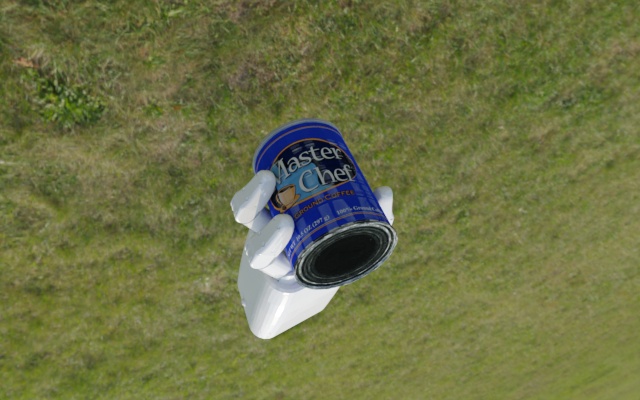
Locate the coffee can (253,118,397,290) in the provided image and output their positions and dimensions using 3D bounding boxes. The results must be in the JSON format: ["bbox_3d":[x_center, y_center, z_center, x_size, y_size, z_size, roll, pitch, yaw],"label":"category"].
[{"bbox_3d":[0.000,0.001,0.476,0.103,0.140,0.103,-16,-37,-12],"label":"coffee can"}]
